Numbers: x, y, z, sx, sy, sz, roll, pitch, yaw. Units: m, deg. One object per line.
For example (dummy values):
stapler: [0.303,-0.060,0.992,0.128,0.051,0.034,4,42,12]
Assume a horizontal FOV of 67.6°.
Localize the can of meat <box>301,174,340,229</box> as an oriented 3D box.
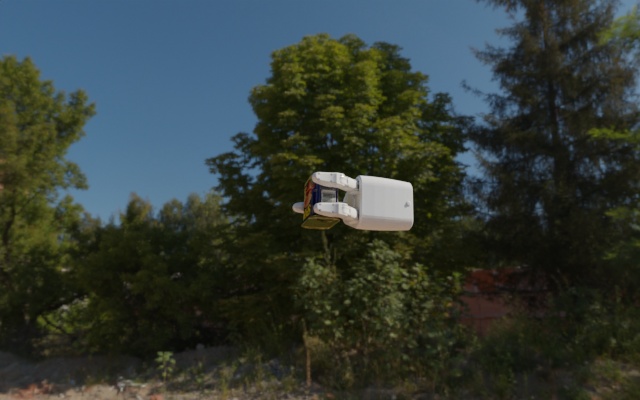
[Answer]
can of meat: [0.000,0.003,0.881,0.057,0.084,0.102,4,-14,-11]
